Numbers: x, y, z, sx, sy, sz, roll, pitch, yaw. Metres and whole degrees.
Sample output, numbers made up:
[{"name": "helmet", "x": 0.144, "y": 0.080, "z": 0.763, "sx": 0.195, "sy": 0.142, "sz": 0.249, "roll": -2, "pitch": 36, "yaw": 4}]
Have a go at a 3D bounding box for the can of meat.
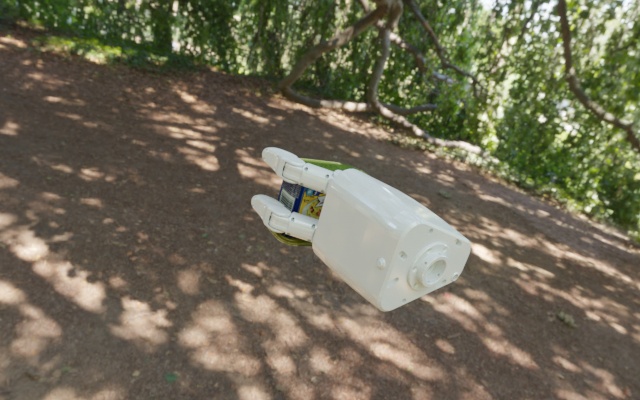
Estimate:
[{"name": "can of meat", "x": 0.000, "y": 0.001, "z": 0.541, "sx": 0.102, "sy": 0.084, "sz": 0.057, "roll": 3, "pitch": 24, "yaw": -33}]
